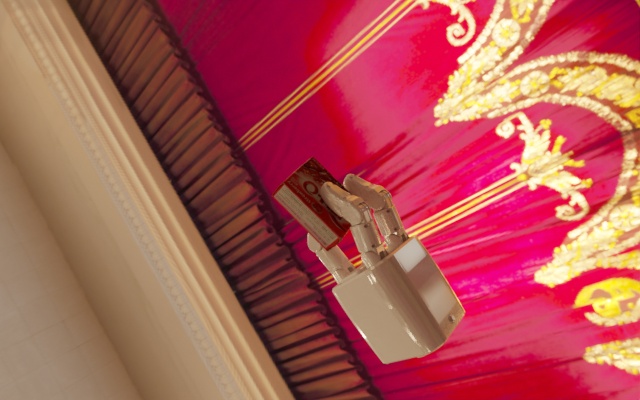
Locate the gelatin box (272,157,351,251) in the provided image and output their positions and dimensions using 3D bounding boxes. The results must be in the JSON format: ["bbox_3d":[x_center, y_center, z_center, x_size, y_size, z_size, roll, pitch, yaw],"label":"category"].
[{"bbox_3d":[0.000,0.002,0.536,0.030,0.089,0.073,-45,1,38],"label":"gelatin box"}]
